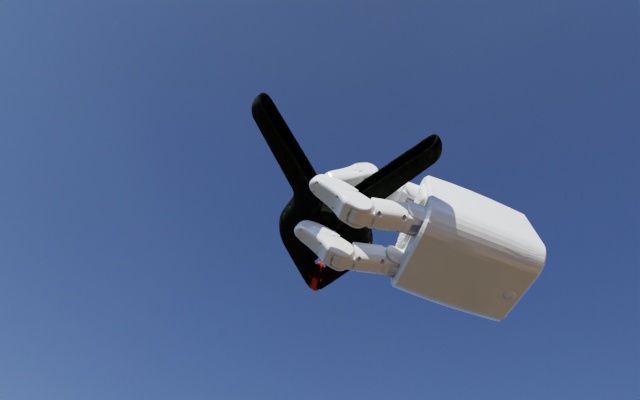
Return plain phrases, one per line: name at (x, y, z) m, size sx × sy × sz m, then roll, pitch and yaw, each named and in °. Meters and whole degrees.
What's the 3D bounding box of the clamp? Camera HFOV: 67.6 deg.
clamp at (0.000, 0.002, 0.456) m, size 0.164 × 0.210 × 0.036 m, roll 21°, pitch 38°, yaw 4°
